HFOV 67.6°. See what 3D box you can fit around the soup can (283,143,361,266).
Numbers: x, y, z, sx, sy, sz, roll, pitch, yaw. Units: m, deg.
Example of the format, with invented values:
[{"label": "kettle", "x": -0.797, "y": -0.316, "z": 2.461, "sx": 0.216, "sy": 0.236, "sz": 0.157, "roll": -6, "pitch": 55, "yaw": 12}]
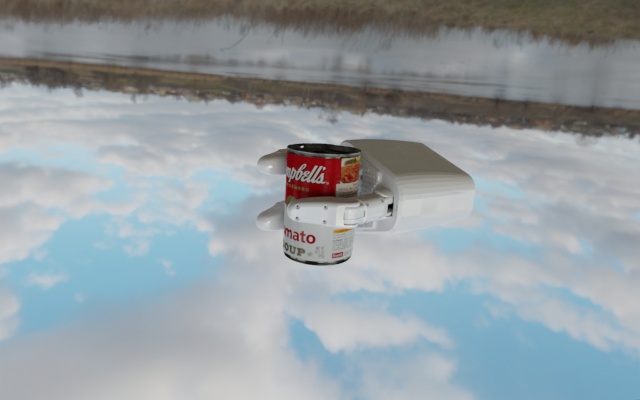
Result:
[{"label": "soup can", "x": 0.000, "y": 0.002, "z": 0.445, "sx": 0.068, "sy": 0.102, "sz": 0.068, "roll": 4, "pitch": 14, "yaw": -1}]
